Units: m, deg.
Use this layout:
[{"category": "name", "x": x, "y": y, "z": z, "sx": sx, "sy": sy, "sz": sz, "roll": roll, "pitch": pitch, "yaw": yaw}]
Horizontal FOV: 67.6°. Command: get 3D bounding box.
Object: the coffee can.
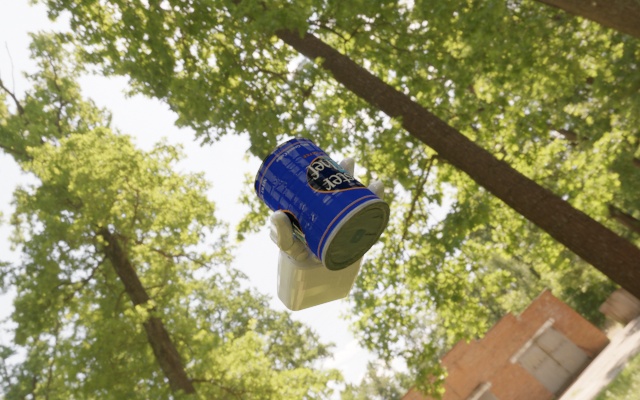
[{"category": "coffee can", "x": 0.000, "y": 0.002, "z": 0.586, "sx": 0.140, "sy": 0.103, "sz": 0.103, "roll": 43, "pitch": 25, "yaw": 30}]
